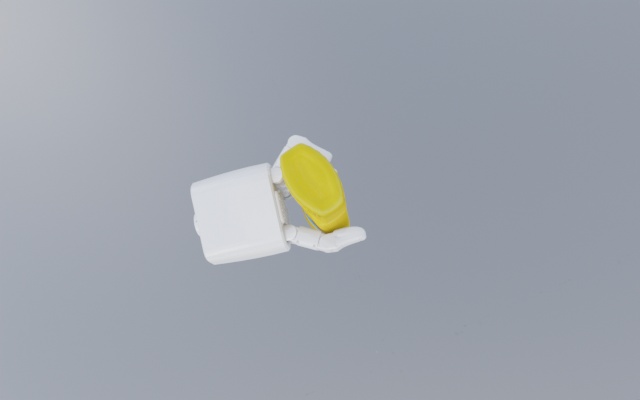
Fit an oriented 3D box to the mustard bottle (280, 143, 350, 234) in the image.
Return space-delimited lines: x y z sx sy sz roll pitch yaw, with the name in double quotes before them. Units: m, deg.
"mustard bottle" 0.000 0.002 0.631 0.058 0.096 0.192 -36 -18 -5
